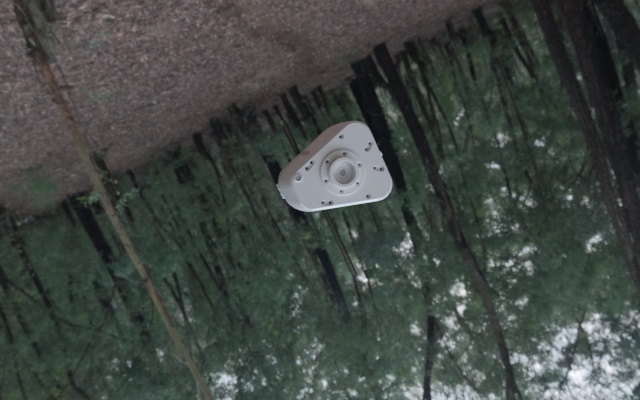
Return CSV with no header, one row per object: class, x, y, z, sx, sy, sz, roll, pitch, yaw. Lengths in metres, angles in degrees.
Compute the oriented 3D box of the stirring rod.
stirring rod,0.000,0.002,0.687,0.011,0.239,0.011,-25,7,3
